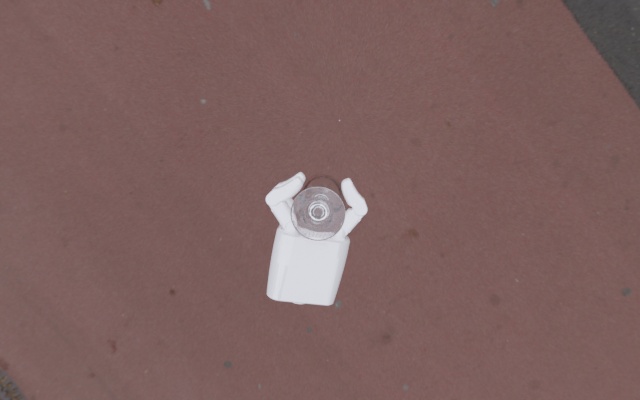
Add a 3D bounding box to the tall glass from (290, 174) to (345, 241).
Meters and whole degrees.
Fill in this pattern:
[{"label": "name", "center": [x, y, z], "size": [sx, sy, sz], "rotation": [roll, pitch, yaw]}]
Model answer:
[{"label": "tall glass", "center": [0.000, 0.002, 0.738], "size": [0.079, 0.079, 0.201], "rotation": [0, 10, 2]}]
